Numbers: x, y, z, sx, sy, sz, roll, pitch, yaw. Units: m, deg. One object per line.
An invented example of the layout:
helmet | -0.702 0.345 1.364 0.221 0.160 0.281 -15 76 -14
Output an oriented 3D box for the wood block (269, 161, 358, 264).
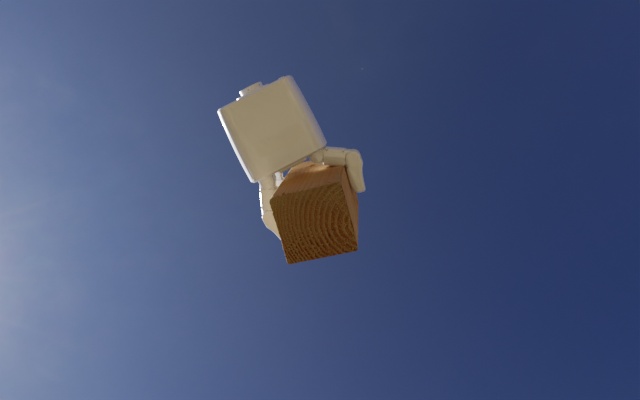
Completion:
wood block | 0.000 0.002 0.663 0.091 0.090 0.206 -13 14 8
